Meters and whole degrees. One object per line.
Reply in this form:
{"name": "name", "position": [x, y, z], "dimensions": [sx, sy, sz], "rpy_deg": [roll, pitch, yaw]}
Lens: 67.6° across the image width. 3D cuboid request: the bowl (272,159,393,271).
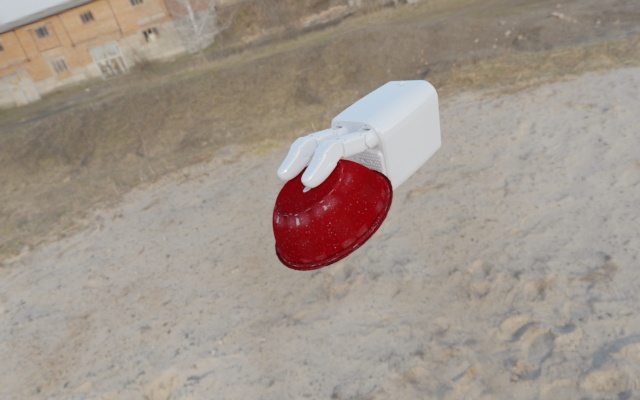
{"name": "bowl", "position": [-0.001, 0.002, 0.553], "dimensions": [0.162, 0.162, 0.055], "rpy_deg": [0, -43, 46]}
